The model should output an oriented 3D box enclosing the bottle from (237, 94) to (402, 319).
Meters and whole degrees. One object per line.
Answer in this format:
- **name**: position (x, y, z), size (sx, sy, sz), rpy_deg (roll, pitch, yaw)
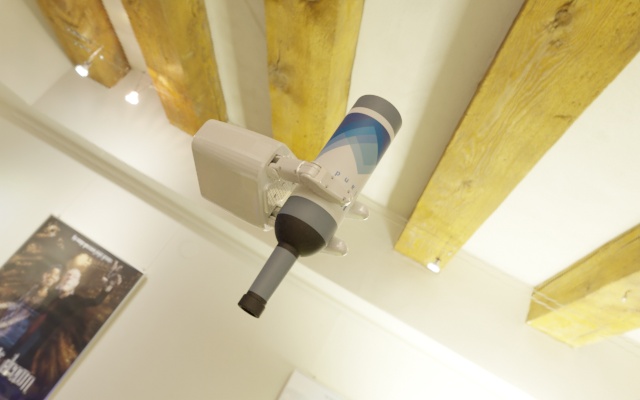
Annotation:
- **bottle**: position (0.000, 0.002, 0.548), size (0.069, 0.295, 0.069), rpy_deg (27, -25, 14)
